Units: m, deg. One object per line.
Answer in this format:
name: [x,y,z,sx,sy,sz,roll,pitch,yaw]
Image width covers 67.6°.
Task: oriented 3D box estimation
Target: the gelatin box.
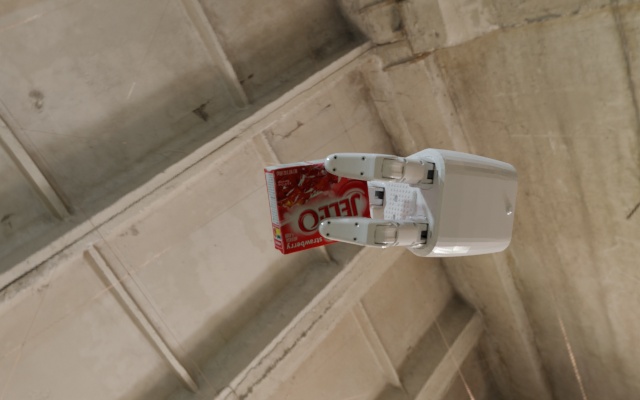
gelatin box: [0.000,0.001,0.420,0.089,0.073,0.030,-11,11,-23]
